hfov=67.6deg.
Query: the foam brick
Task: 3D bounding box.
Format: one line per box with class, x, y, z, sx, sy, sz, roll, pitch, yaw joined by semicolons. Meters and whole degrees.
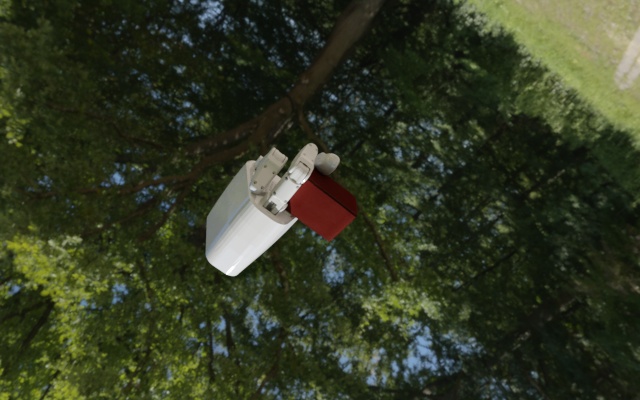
foam brick;0.000;0.002;0.592;0.078;0.051;0.053;37;21;-13
